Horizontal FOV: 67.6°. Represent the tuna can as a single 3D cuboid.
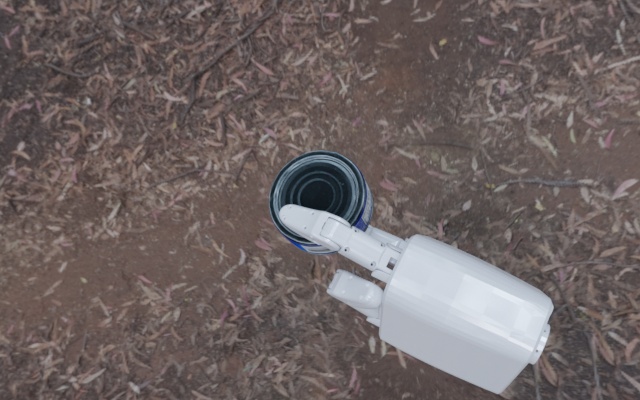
[{"bbox_3d":[0.000,0.001,0.407,0.086,0.086,0.034,0,-19,17],"label":"tuna can"}]
